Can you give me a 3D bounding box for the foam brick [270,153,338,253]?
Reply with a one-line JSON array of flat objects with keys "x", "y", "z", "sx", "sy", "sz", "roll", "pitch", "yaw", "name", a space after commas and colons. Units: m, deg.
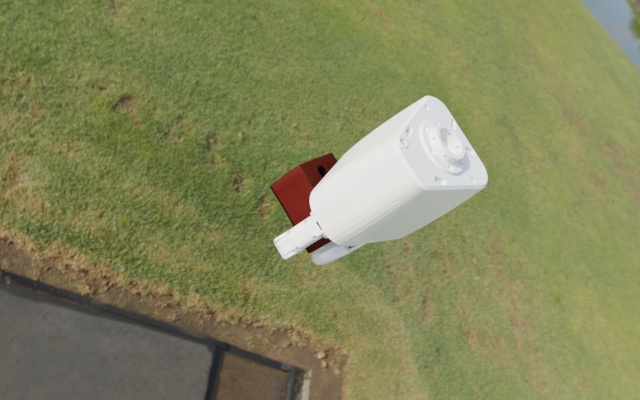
[{"x": 0.000, "y": 0.001, "z": 0.468, "sx": 0.053, "sy": 0.078, "sz": 0.051, "roll": -26, "pitch": -7, "yaw": -46, "name": "foam brick"}]
